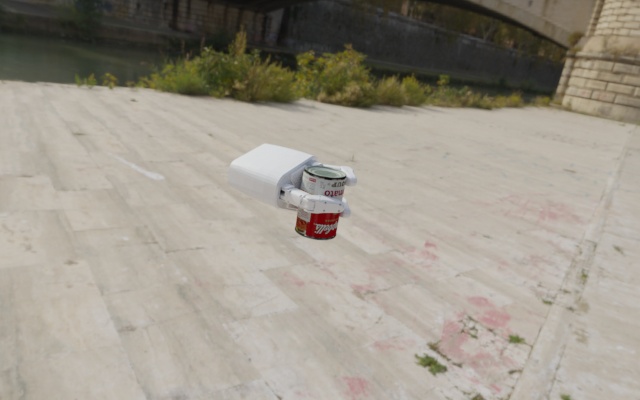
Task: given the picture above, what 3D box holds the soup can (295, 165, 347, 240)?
[{"bbox_3d":[0.001,0.002,0.748,0.068,0.102,0.068,9,18,-3],"label":"soup can"}]
